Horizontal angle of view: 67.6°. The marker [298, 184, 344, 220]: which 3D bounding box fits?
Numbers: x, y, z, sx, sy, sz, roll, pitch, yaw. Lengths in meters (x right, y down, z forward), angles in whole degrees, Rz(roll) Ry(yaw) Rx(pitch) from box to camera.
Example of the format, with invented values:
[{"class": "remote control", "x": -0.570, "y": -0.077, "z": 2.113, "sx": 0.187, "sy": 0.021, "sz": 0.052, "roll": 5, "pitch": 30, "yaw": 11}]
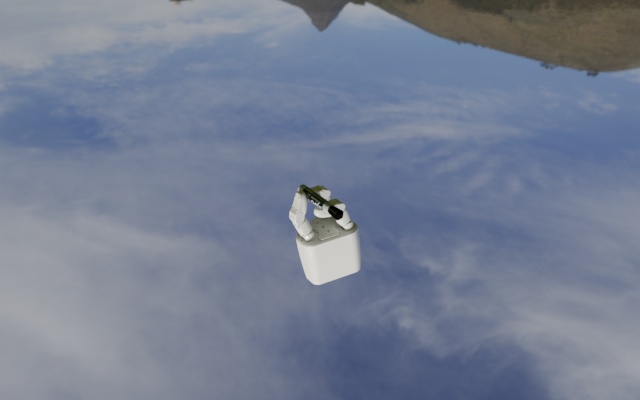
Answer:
[{"class": "marker", "x": 0.000, "y": 0.003, "z": 0.821, "sx": 0.020, "sy": 0.020, "sz": 0.121, "roll": 0, "pitch": 23, "yaw": -38}]
